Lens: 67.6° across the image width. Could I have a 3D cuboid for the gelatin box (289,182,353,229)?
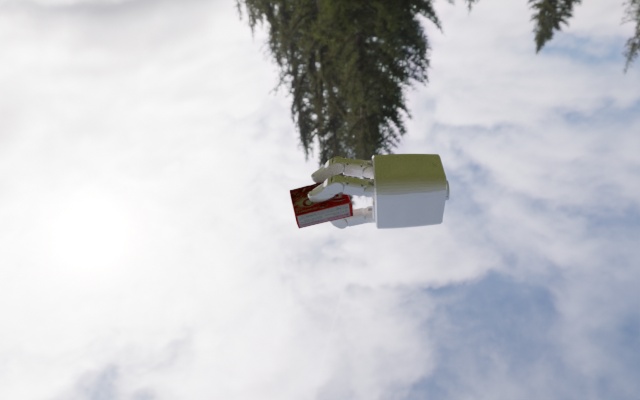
[{"bbox_3d":[0.000,0.003,0.748,0.089,0.030,0.073,-14,36,-2],"label":"gelatin box"}]
